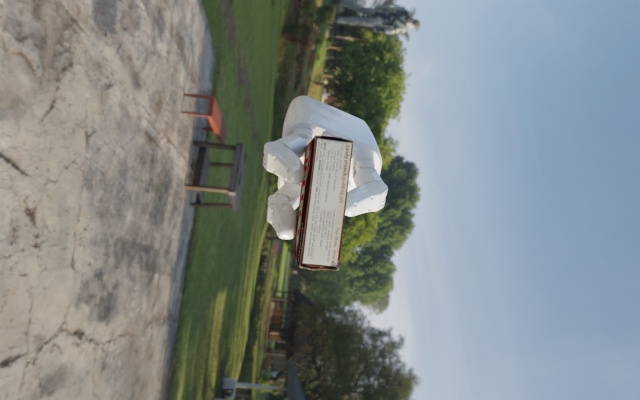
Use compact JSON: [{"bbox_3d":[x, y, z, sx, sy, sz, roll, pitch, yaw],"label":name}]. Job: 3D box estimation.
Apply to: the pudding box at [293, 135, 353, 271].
[{"bbox_3d":[0.000,0.001,0.437,0.039,0.113,0.090,5,0,-5],"label":"pudding box"}]
